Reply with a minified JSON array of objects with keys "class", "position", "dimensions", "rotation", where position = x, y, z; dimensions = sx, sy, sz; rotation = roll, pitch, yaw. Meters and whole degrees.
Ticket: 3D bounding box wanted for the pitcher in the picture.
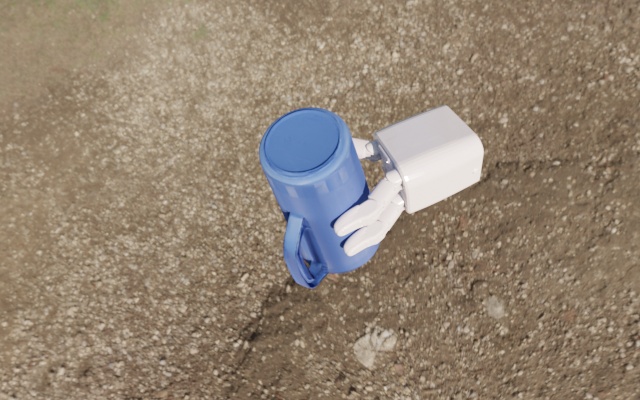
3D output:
[{"class":"pitcher","position":[0.000,0.002,0.628],"dimensions":[0.145,0.149,0.243],"rotation":[-22,-32,1]}]
